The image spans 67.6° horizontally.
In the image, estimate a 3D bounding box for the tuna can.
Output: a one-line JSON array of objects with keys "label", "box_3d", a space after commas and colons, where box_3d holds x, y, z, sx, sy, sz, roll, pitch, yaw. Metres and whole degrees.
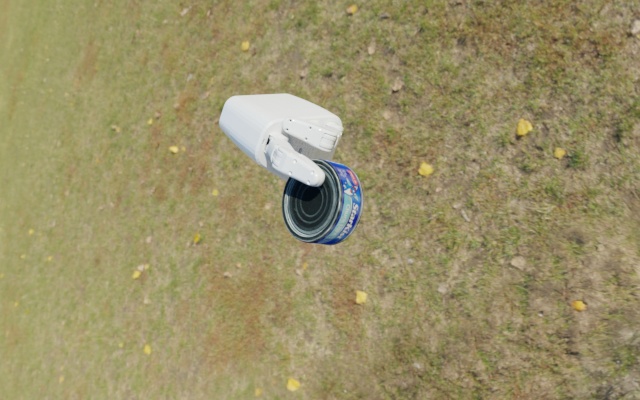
[{"label": "tuna can", "box_3d": [0.000, 0.002, 0.482, 0.086, 0.086, 0.034, 0, -7, 44]}]
